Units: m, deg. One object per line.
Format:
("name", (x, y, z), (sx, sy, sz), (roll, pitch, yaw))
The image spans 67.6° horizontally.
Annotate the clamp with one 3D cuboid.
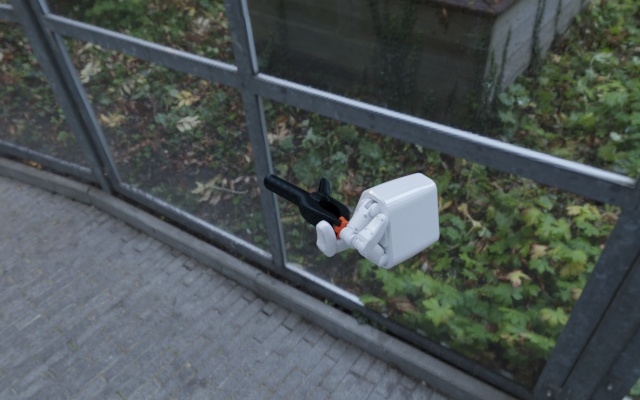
("clamp", (0.000, 0.002, 0.750), (0.120, 0.039, 0.171), (-10, 37, -37))
